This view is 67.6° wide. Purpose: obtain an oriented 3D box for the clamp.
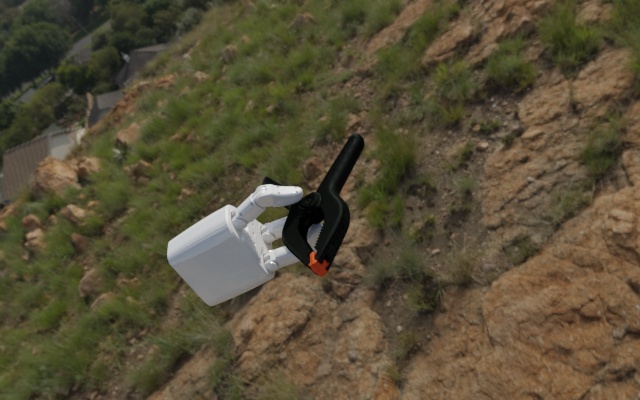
[{"bbox_3d":[0.000,0.002,0.620,0.164,0.209,0.036,-30,-50,14],"label":"clamp"}]
